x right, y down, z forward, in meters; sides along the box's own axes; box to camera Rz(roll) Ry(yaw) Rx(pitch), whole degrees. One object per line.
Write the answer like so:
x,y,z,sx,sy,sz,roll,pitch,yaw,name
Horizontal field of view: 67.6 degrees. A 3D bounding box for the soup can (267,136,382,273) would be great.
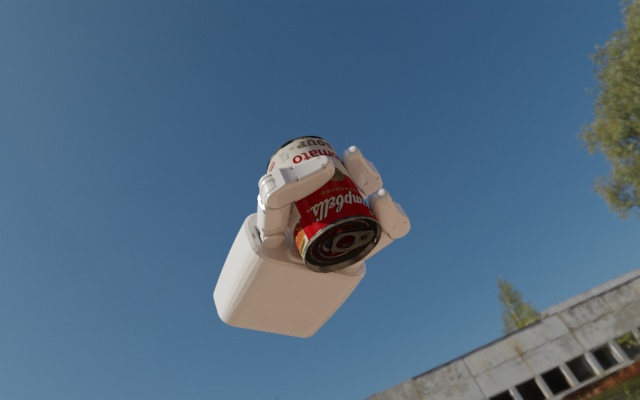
0.000,0.001,0.411,0.068,0.102,0.069,-17,-38,-14,soup can
